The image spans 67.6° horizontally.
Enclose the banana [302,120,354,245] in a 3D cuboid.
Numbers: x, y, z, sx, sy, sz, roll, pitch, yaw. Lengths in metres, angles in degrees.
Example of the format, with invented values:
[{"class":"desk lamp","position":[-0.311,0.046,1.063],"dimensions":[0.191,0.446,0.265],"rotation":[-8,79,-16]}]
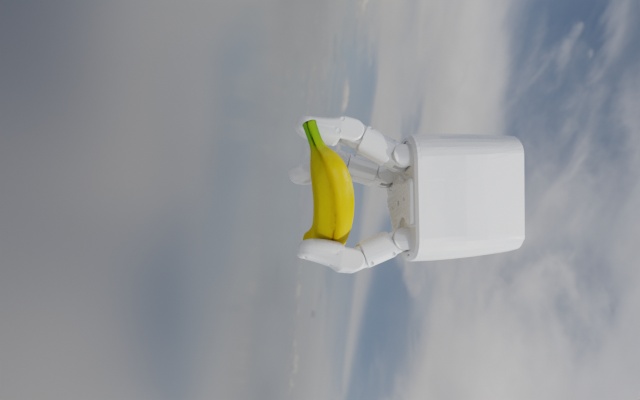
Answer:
[{"class":"banana","position":[0.005,0.014,0.457],"dimensions":[0.037,0.069,0.198],"rotation":[-11,-35,-12]}]
